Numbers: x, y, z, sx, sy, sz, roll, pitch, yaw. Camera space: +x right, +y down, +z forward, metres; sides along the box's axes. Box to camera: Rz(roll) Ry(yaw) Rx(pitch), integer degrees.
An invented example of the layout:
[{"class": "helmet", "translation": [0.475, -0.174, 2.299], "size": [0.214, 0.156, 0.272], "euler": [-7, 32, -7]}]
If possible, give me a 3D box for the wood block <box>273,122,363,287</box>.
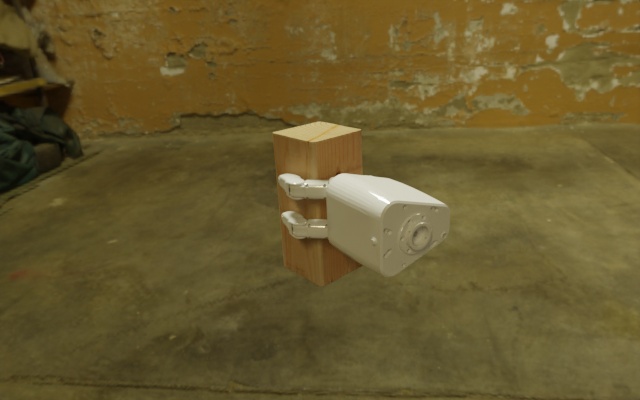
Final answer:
[{"class": "wood block", "translation": [0.001, 0.002, 0.680], "size": [0.091, 0.206, 0.090], "euler": [-20, 27, -38]}]
